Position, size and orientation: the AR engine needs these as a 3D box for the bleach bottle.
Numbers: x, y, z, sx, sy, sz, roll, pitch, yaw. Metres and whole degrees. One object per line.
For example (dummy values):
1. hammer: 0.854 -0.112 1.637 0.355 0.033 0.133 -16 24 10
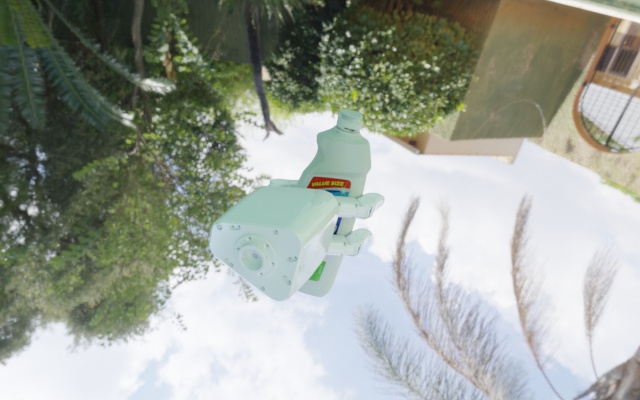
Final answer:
1. bleach bottle: 0.000 0.002 0.627 0.102 0.251 0.068 20 26 11
